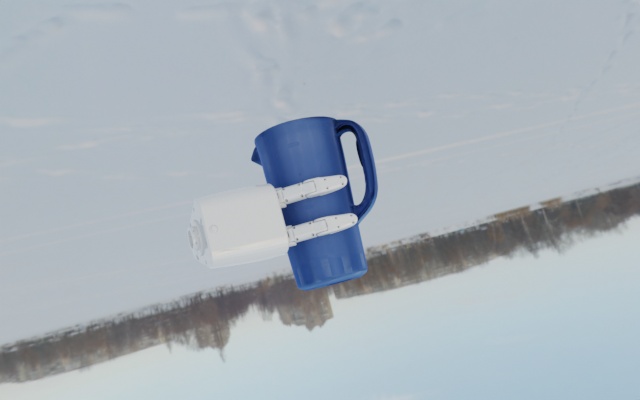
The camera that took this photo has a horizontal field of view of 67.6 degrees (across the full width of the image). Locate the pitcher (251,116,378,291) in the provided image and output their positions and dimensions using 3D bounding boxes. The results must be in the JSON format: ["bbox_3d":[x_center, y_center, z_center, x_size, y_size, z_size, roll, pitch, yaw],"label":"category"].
[{"bbox_3d":[0.000,0.002,0.715,0.145,0.243,0.149,-10,-9,-27],"label":"pitcher"}]
